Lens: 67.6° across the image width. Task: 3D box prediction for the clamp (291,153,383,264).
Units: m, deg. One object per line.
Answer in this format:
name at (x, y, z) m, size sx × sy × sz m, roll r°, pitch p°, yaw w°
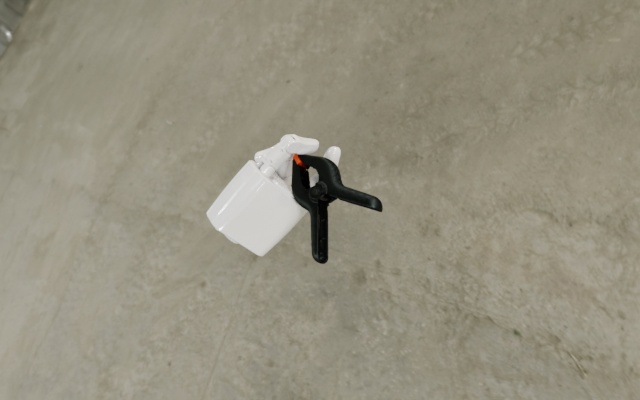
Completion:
clamp at (0.000, 0.002, 0.673) m, size 0.039 × 0.120 × 0.171 m, roll 35°, pitch 10°, yaw -49°
